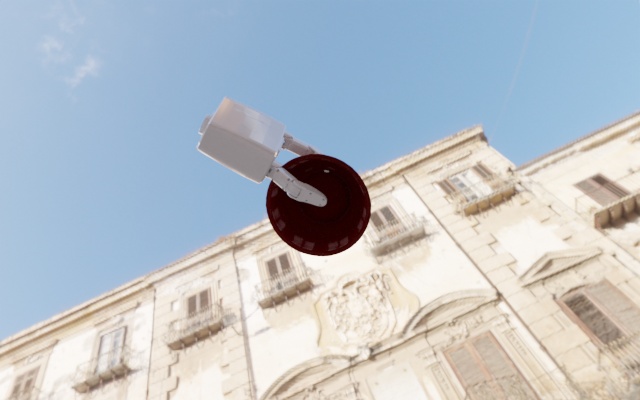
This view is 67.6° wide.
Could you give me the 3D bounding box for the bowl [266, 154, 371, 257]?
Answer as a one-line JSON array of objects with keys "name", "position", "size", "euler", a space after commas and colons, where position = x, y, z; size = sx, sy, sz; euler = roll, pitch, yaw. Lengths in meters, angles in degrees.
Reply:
[{"name": "bowl", "position": [0.001, 0.003, 0.740], "size": [0.162, 0.162, 0.055], "euler": [0, 17, 11]}]
